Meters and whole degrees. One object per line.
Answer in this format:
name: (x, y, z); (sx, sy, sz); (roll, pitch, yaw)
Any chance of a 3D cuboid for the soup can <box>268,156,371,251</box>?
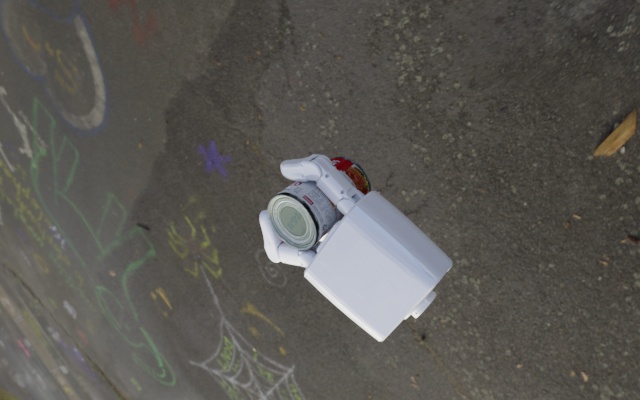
soup can: (0.000, 0.001, 0.521); (0.068, 0.068, 0.102); (0, 26, 41)
